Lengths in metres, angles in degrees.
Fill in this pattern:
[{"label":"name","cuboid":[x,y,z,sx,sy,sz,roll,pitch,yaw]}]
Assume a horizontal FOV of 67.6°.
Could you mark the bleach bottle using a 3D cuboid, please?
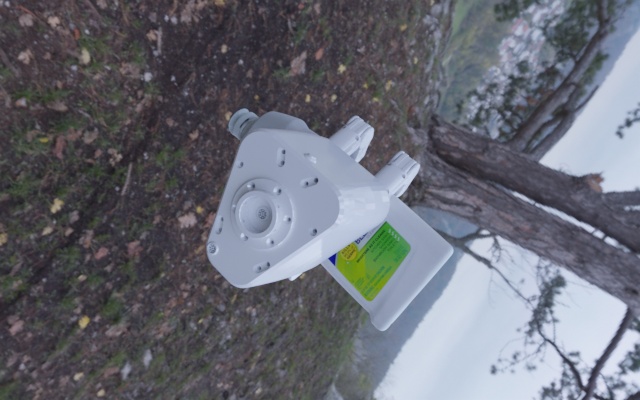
[{"label":"bleach bottle","cuboid":[0.000,0.001,0.465,0.250,0.102,0.068,41,16,16]}]
